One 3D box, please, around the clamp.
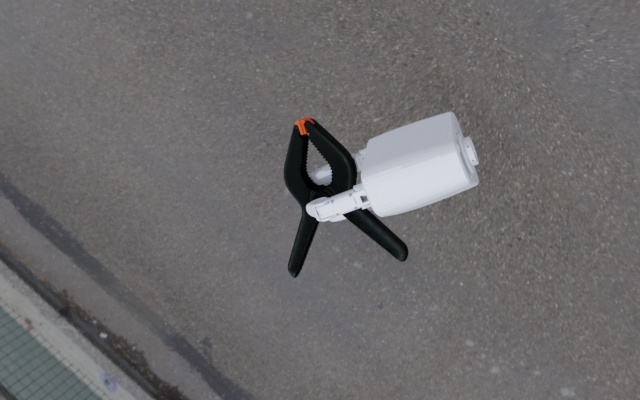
[{"bbox_3d":[0.000,0.002,0.605,0.164,0.210,0.036,-20,10,22],"label":"clamp"}]
